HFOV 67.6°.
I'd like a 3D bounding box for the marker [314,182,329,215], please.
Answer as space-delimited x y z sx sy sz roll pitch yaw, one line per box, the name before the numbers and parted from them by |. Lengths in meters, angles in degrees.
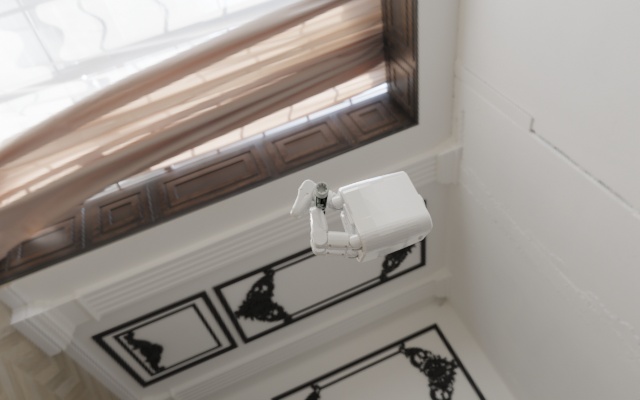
marker | 0.000 0.002 0.681 0.020 0.020 0.121 0 -18 -2
